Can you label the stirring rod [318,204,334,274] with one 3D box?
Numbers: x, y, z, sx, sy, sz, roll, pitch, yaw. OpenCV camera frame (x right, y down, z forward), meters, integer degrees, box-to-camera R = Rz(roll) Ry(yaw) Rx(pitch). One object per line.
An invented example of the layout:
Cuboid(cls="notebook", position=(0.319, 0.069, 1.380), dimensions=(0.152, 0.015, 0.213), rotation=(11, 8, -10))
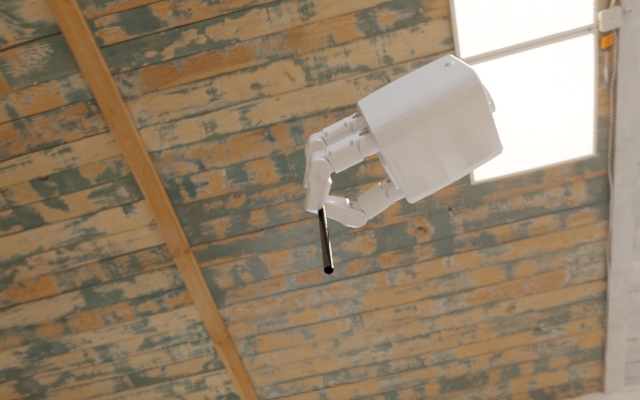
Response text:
Cuboid(cls="stirring rod", position=(0.000, 0.002, 0.487), dimensions=(0.011, 0.011, 0.239), rotation=(0, 27, -4))
